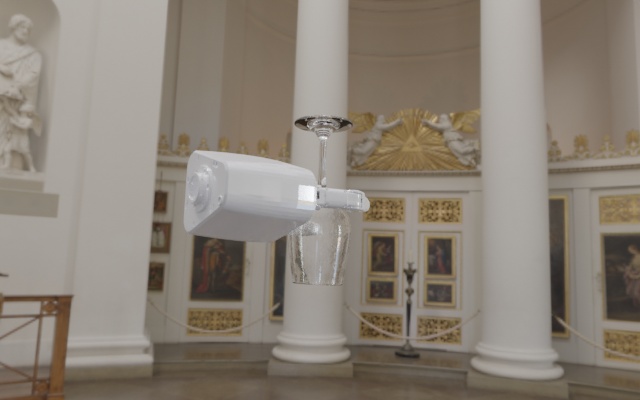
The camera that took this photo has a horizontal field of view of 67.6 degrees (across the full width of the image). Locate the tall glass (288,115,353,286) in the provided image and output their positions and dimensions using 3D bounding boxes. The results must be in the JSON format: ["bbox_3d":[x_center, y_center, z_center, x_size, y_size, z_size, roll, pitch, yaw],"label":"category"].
[{"bbox_3d":[0.000,0.001,0.590,0.079,0.201,0.079,2,-7,0],"label":"tall glass"}]
